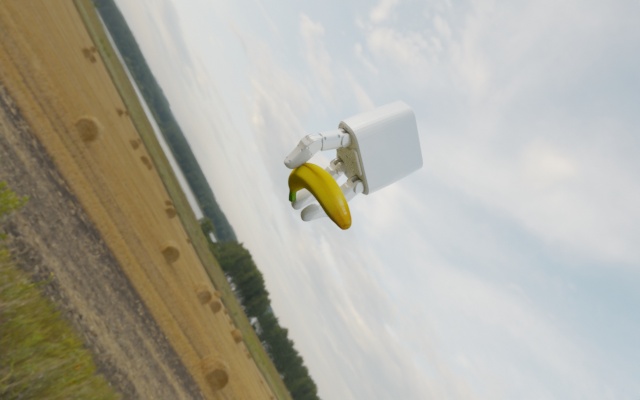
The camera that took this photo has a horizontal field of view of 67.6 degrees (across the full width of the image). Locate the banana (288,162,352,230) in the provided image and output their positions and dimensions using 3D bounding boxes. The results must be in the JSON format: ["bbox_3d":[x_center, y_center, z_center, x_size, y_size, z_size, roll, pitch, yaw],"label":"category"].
[{"bbox_3d":[-0.006,-0.016,0.660,0.037,0.070,0.197,-20,18,-18],"label":"banana"}]
